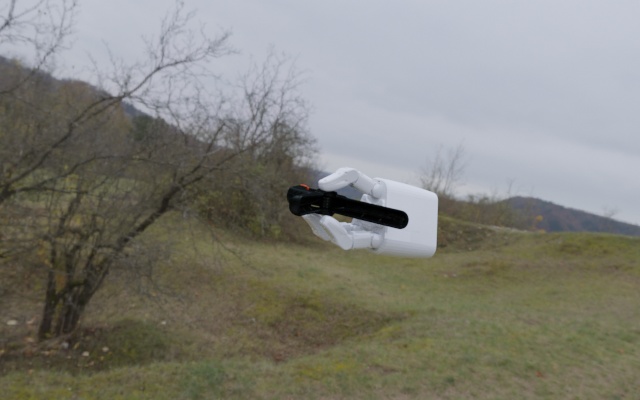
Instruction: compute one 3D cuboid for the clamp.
[{"bbox_3d":[0.000,0.001,0.675,0.164,0.036,0.210,9,5,-29],"label":"clamp"}]
